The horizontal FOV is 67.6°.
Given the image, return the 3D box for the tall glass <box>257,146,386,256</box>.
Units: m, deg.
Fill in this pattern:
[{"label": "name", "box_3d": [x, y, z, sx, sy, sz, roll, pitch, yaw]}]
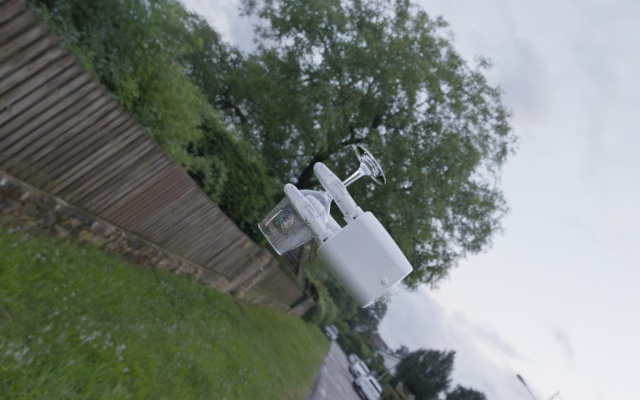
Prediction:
[{"label": "tall glass", "box_3d": [0.001, 0.002, 0.740, 0.201, 0.079, 0.079, -36, 5, -8]}]
